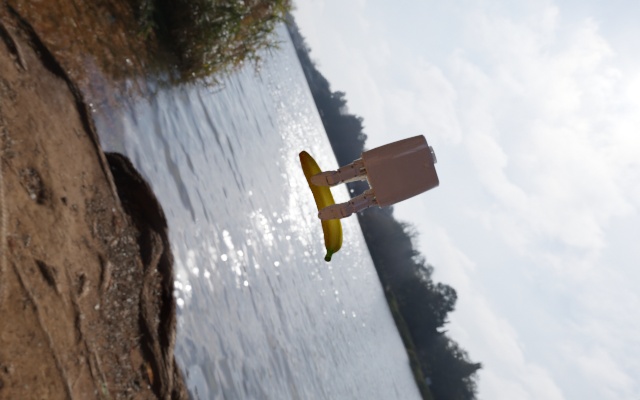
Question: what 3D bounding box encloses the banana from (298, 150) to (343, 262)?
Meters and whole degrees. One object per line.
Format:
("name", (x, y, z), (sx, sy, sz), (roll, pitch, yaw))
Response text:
("banana", (0.006, 0.007, 0.839), (0.037, 0.197, 0.069), (-18, -9, 13))
